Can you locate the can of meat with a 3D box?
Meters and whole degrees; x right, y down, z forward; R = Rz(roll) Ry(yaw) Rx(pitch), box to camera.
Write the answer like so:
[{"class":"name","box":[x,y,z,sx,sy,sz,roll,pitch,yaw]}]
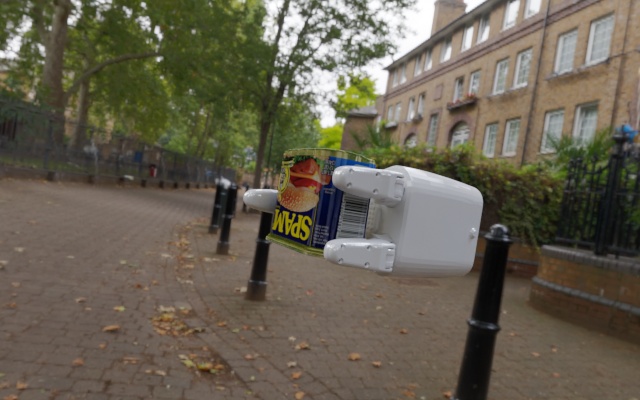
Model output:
[{"class":"can of meat","box":[0.000,0.001,0.410,0.057,0.084,0.102,9,0,-30]}]
